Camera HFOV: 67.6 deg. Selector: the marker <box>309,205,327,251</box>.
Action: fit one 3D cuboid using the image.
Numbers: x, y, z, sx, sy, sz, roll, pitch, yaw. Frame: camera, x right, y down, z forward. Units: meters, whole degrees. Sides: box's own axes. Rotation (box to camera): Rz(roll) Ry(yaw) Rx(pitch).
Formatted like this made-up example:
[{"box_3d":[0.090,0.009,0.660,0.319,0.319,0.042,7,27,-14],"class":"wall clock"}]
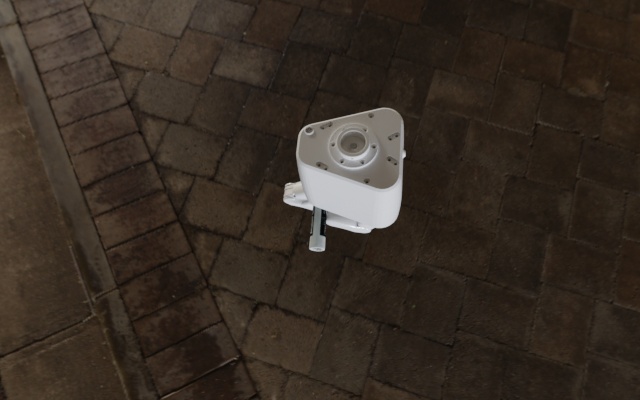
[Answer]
[{"box_3d":[0.000,0.002,0.591,0.020,0.121,0.020,4,-20,1],"class":"marker"}]
